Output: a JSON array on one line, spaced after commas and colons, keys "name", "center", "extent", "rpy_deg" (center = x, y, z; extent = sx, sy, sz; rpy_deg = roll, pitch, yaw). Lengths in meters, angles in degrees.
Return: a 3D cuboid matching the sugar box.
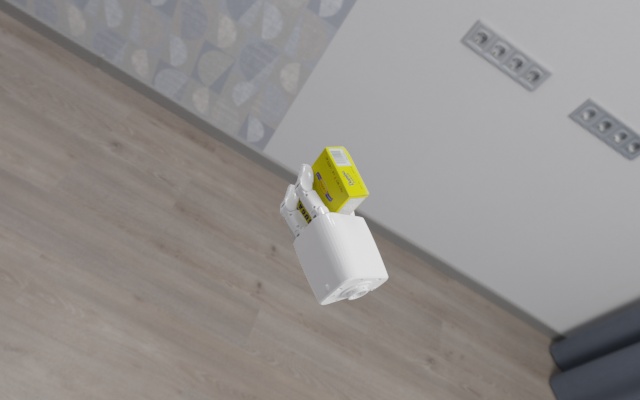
[{"name": "sugar box", "center": [0.000, 0.003, 0.767], "extent": [0.048, 0.093, 0.176], "rpy_deg": [-4, -31, -37]}]
